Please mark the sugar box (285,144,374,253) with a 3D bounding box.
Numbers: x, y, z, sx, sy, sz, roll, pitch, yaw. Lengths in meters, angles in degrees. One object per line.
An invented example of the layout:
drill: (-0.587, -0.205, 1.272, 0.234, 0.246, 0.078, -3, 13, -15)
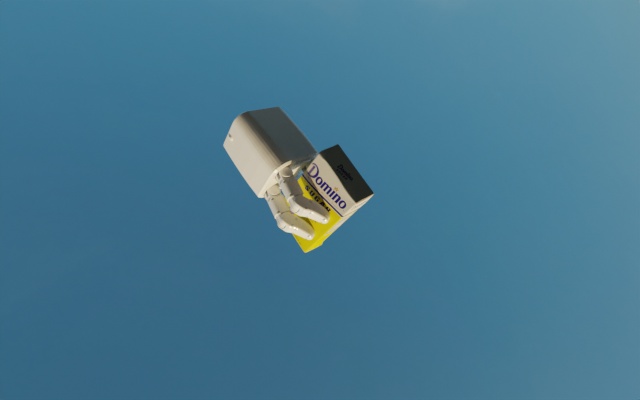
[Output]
sugar box: (0.000, 0.003, 0.732, 0.048, 0.093, 0.176, -28, -13, -35)
